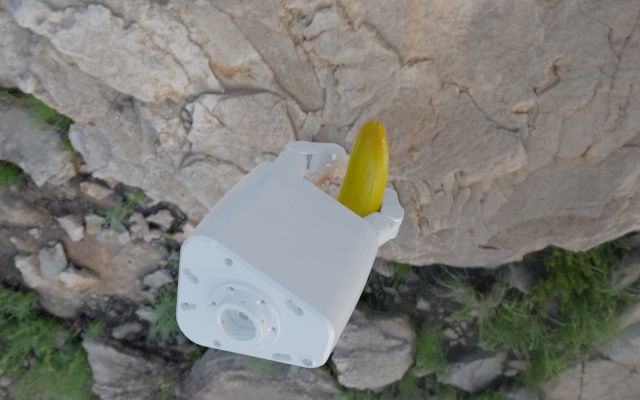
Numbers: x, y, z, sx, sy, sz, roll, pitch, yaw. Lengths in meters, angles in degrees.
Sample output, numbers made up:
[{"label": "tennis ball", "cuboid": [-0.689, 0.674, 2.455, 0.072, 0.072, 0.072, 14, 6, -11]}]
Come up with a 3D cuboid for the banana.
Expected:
[{"label": "banana", "cuboid": [0.011, 0.017, 0.433, 0.037, 0.069, 0.198, -35, -11, -51]}]
